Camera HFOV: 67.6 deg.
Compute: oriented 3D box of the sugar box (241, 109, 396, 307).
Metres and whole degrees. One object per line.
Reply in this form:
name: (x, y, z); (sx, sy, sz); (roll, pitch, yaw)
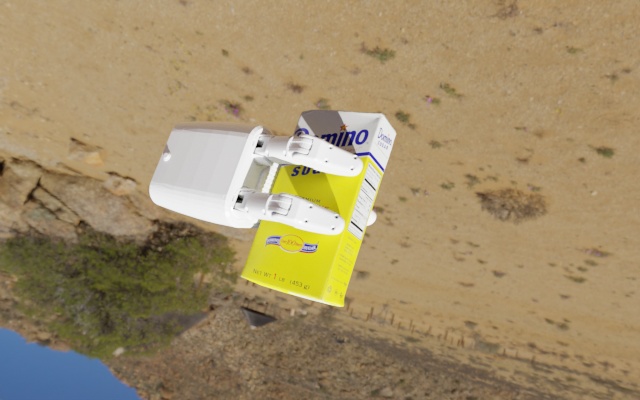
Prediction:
sugar box: (0.000, 0.001, 0.444); (0.093, 0.176, 0.048); (9, -15, 32)
